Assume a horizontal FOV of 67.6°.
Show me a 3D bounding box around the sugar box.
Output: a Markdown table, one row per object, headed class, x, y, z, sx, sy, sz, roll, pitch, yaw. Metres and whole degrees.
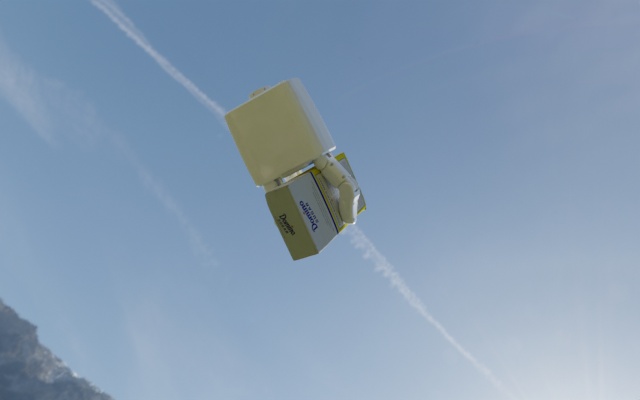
| class | x | y | z | sx | sy | sz | roll | pitch | yaw |
| --- | --- | --- | --- | --- | --- | --- | --- | --- | --- |
| sugar box | 0.000 | 0.002 | 0.641 | 0.048 | 0.093 | 0.176 | -20 | 8 | 32 |
